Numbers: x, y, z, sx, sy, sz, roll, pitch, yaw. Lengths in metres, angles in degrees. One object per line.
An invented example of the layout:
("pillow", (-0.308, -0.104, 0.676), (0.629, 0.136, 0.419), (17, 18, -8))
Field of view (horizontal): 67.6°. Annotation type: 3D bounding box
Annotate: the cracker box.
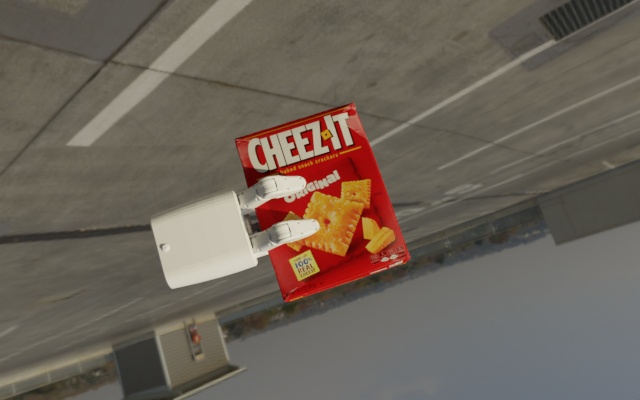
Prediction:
("cracker box", (0.000, 0.002, 0.610), (0.164, 0.213, 0.072), (-18, -10, -4))
